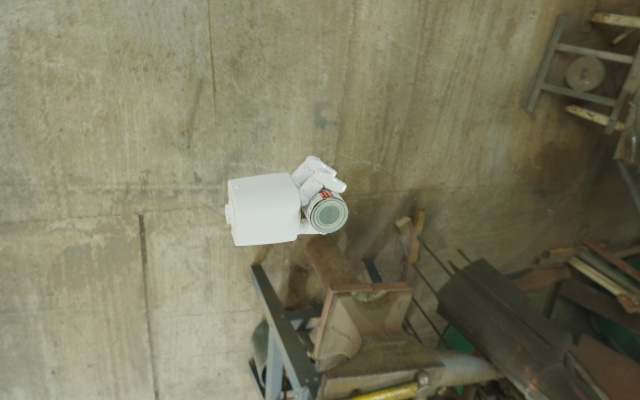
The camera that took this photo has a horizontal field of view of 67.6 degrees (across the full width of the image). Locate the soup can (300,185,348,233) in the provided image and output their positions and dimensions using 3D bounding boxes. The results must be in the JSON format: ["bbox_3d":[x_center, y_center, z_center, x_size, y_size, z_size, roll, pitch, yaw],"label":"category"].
[{"bbox_3d":[0.001,0.003,0.821,0.068,0.068,0.102,0,27,-19],"label":"soup can"}]
